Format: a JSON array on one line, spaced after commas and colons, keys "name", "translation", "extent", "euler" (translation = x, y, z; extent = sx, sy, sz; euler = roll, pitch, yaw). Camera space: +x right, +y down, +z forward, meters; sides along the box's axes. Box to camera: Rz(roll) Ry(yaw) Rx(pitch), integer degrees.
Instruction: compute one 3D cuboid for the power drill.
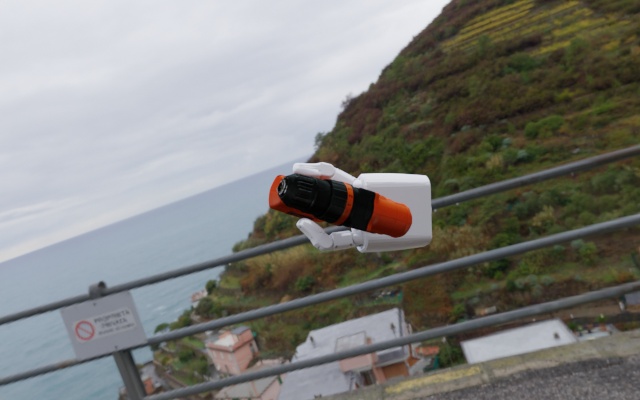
[{"name": "power drill", "translation": [0.000, 0.002, 0.632], "extent": [0.184, 0.057, 0.187], "euler": [18, -3, -29]}]
